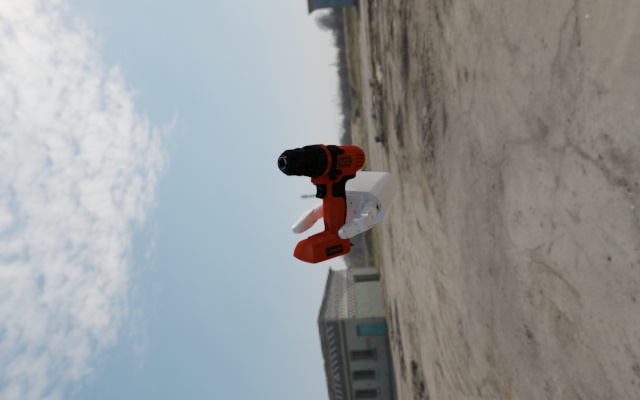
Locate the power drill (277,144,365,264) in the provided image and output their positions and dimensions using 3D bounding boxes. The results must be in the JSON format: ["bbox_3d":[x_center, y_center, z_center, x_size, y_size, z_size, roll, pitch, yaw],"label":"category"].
[{"bbox_3d":[0.000,0.003,0.768,0.057,0.188,0.184,17,17,41],"label":"power drill"}]
